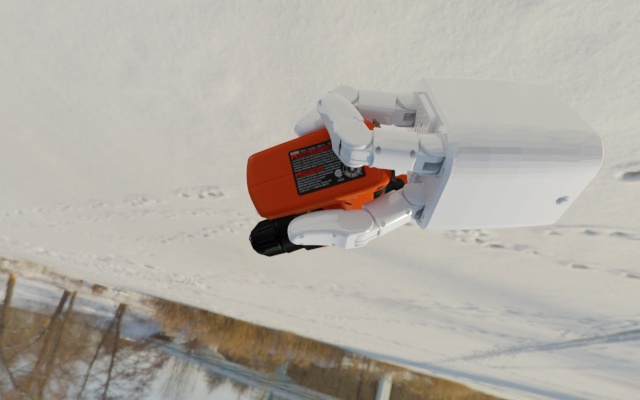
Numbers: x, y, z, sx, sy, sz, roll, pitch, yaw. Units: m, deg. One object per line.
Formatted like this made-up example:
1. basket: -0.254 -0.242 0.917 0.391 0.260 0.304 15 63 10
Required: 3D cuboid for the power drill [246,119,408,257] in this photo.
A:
1. power drill: 0.000 0.001 0.428 0.184 0.057 0.188 -19 -15 7
